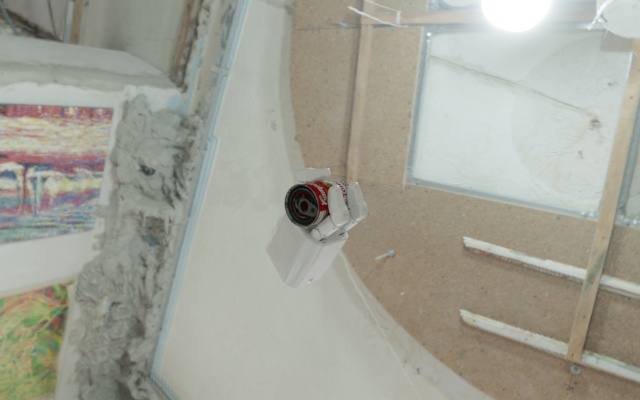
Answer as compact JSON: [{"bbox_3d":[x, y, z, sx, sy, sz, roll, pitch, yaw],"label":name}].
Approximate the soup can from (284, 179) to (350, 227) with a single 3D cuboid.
[{"bbox_3d":[0.000,0.002,0.777,0.068,0.068,0.102,0,7,37],"label":"soup can"}]
